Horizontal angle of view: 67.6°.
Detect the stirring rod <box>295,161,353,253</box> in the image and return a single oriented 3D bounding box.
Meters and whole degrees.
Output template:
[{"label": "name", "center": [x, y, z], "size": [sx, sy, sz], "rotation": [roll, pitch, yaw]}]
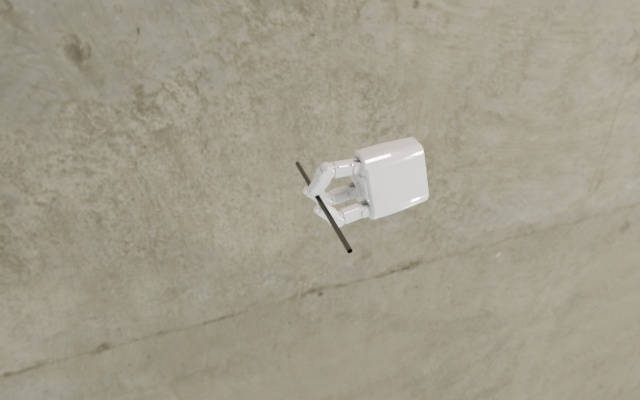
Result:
[{"label": "stirring rod", "center": [0.000, 0.002, 0.754], "size": [0.011, 0.011, 0.239], "rotation": [0, 35, -24]}]
